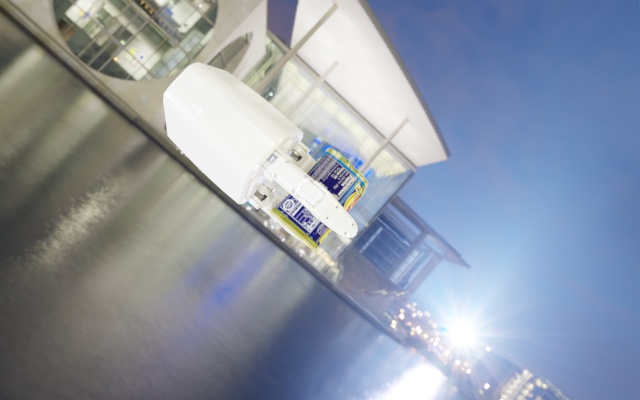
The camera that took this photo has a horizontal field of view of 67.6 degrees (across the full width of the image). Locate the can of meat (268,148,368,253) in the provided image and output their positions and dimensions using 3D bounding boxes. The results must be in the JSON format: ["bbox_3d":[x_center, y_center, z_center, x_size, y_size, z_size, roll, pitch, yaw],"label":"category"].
[{"bbox_3d":[0.000,0.001,0.476,0.057,0.084,0.102,40,-5,5],"label":"can of meat"}]
